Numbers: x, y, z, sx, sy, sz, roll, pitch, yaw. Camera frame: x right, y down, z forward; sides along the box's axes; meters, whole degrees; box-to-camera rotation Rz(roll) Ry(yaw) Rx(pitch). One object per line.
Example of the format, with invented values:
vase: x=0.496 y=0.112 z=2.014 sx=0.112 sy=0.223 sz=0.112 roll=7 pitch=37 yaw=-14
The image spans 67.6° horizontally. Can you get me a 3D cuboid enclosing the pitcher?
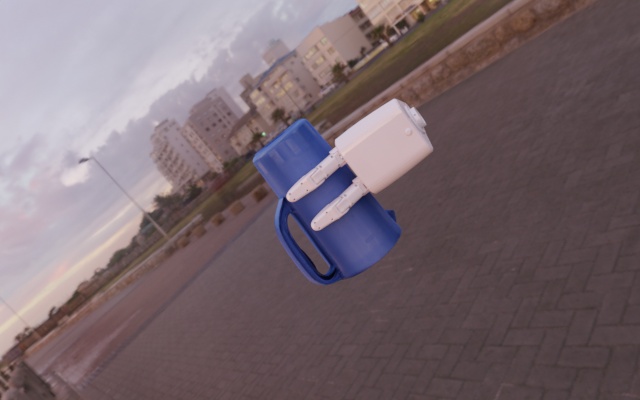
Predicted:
pitcher: x=0.000 y=0.002 z=0.751 sx=0.145 sy=0.243 sz=0.149 roll=-35 pitch=10 yaw=21
